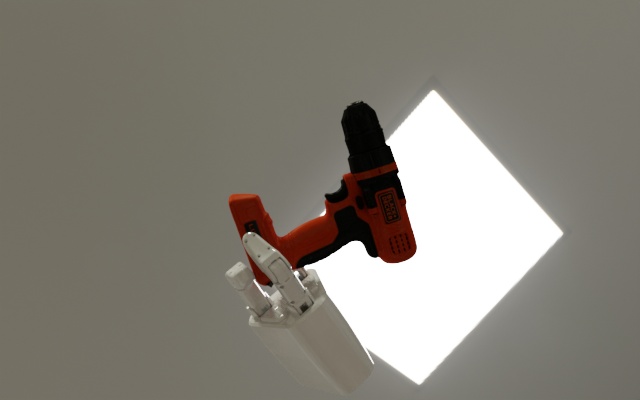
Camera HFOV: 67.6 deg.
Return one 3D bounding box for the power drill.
[{"bbox_3d":[0.000,0.002,0.523,0.187,0.184,0.057,-18,4,-3],"label":"power drill"}]
